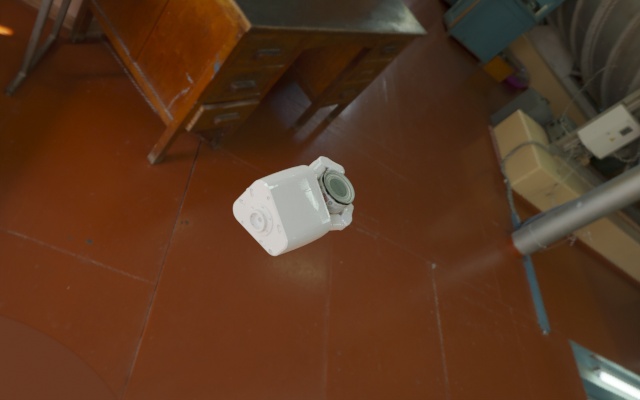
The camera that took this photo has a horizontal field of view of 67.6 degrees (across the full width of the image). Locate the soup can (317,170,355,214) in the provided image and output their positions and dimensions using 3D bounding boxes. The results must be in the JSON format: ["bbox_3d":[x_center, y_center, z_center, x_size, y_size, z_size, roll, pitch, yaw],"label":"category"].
[{"bbox_3d":[0.001,0.002,0.805,0.068,0.068,0.102,0,-30,-45],"label":"soup can"}]
